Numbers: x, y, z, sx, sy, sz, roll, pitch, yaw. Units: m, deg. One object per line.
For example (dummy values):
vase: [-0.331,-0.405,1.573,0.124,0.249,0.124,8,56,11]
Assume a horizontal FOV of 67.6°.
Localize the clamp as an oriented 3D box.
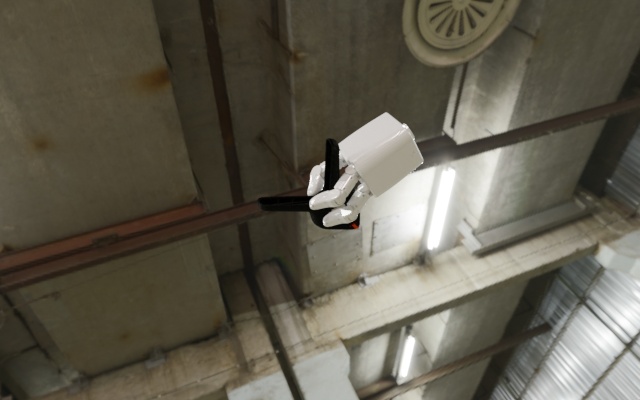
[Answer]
clamp: [0.000,0.002,0.831,0.164,0.036,0.210,-35,-43,5]
